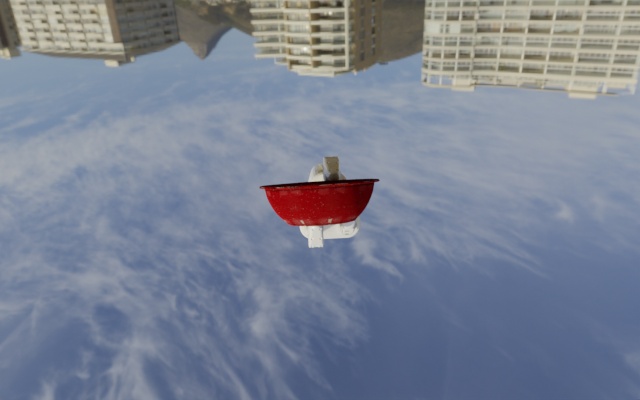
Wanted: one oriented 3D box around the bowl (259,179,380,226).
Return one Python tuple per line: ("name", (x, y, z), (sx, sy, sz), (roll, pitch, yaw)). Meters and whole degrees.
("bowl", (0.000, 0.003, 0.643), (0.162, 0.055, 0.162), (-4, 3, 0))
